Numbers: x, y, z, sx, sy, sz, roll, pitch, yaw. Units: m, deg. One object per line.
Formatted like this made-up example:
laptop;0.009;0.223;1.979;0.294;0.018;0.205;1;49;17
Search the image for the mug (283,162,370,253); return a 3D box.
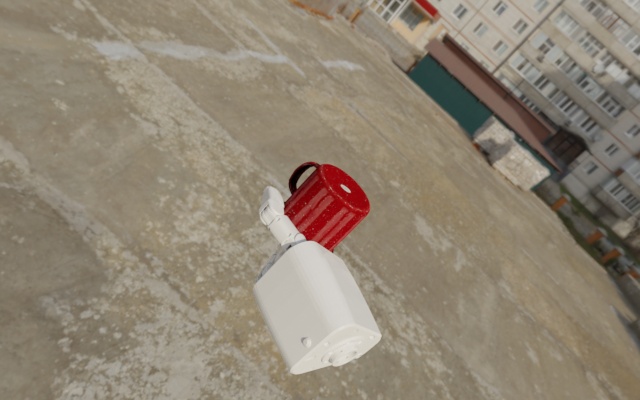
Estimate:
mug;0.000;0.001;0.580;0.093;0.117;0.081;15;-53;-48
